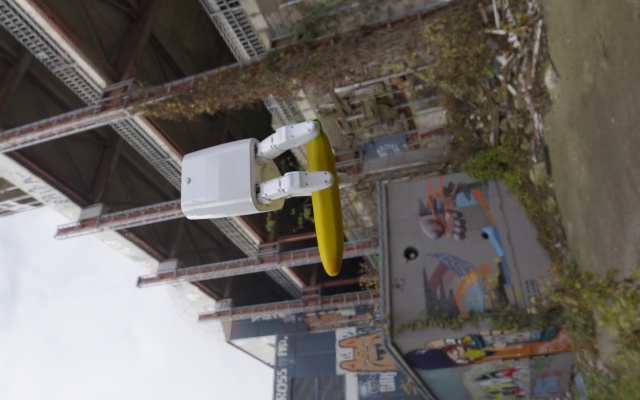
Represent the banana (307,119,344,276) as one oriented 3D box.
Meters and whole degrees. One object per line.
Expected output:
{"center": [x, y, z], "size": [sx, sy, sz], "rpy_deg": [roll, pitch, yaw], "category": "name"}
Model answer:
{"center": [0.004, -0.004, 0.622], "size": [0.037, 0.198, 0.069], "rpy_deg": [-7, 7, 15], "category": "banana"}
